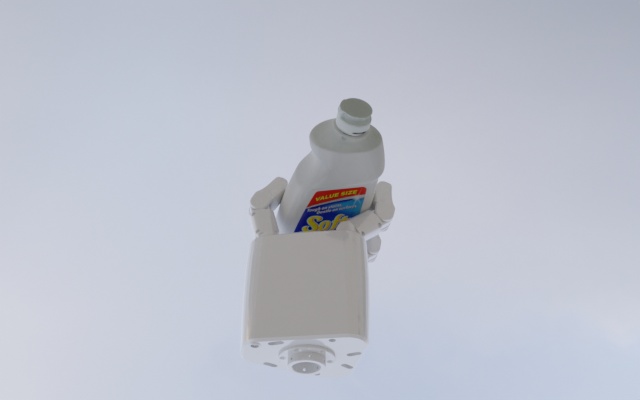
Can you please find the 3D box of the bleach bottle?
[{"bbox_3d":[0.000,0.002,0.500,0.102,0.068,0.251,5,-42,-9],"label":"bleach bottle"}]
